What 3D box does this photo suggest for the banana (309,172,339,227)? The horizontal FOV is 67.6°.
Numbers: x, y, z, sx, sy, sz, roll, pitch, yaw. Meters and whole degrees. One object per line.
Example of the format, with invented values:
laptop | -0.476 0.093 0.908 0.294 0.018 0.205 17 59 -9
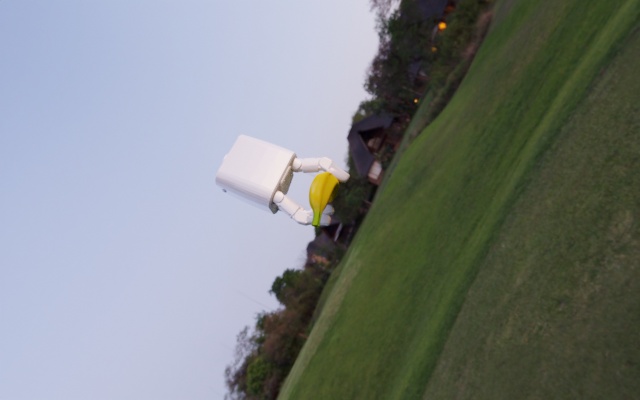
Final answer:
banana | 0.005 -0.014 0.779 0.037 0.070 0.197 18 14 6
